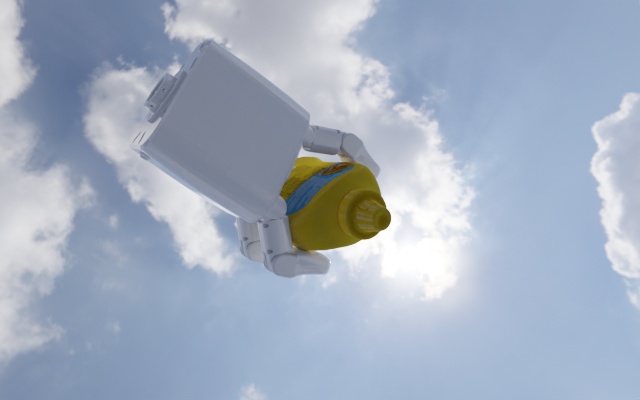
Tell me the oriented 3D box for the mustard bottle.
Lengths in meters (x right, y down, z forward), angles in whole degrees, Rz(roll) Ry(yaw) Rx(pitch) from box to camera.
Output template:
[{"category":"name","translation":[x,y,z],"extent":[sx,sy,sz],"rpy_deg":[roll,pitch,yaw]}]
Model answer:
[{"category":"mustard bottle","translation":[0.000,0.002,0.440],"extent":[0.096,0.058,0.191],"rpy_deg":[-37,23,-20]}]
